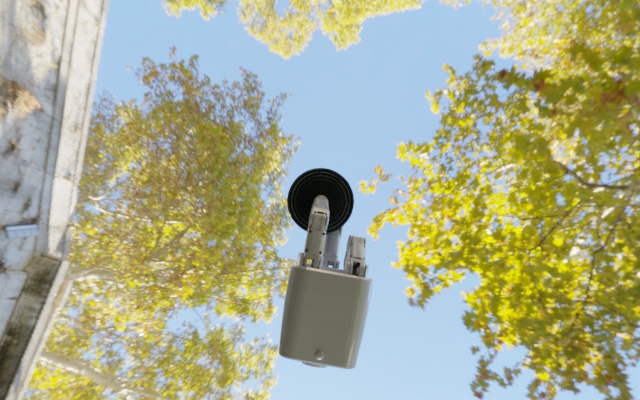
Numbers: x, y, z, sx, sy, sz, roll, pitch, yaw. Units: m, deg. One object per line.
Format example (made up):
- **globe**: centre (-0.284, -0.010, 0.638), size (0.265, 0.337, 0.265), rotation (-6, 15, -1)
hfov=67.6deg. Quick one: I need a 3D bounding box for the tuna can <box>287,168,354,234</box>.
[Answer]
- **tuna can**: centre (0.000, 0.002, 0.626), size (0.086, 0.086, 0.034), rotation (0, -5, 0)
